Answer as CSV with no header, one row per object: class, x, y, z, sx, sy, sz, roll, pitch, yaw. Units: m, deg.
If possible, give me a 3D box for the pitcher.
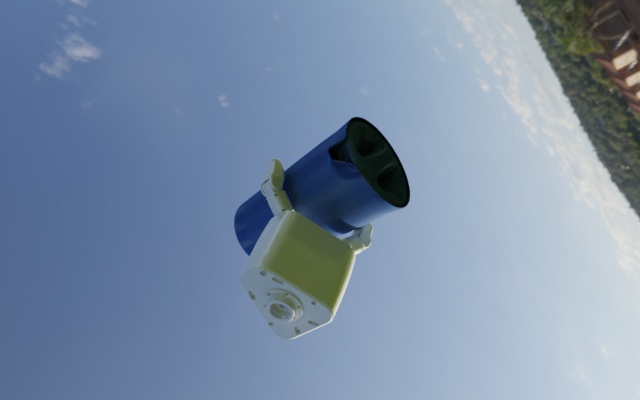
pitcher,0.000,0.002,0.679,0.243,0.149,0.145,-31,20,31
